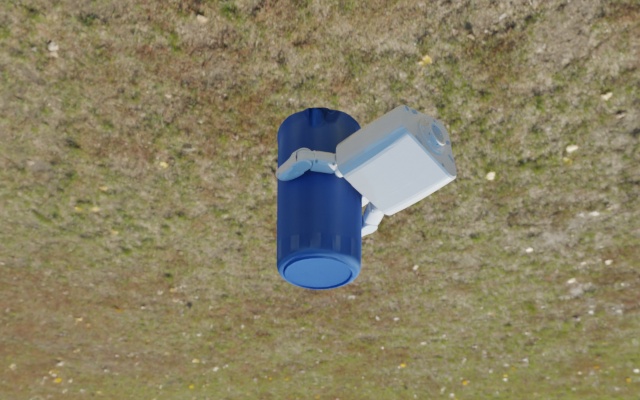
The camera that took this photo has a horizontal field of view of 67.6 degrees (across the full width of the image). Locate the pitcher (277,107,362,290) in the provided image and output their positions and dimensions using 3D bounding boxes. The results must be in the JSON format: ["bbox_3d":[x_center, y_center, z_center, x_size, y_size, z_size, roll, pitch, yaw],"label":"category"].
[{"bbox_3d":[0.000,0.002,0.683,0.149,0.242,0.145,29,-44,-33],"label":"pitcher"}]
